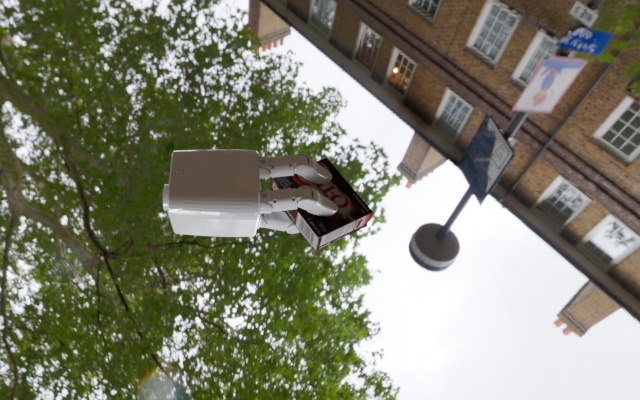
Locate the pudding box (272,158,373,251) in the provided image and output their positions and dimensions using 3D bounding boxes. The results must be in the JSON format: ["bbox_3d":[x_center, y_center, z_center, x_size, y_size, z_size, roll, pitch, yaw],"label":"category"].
[{"bbox_3d":[0.000,0.002,0.639,0.090,0.113,0.039,-24,-28,-27],"label":"pudding box"}]
